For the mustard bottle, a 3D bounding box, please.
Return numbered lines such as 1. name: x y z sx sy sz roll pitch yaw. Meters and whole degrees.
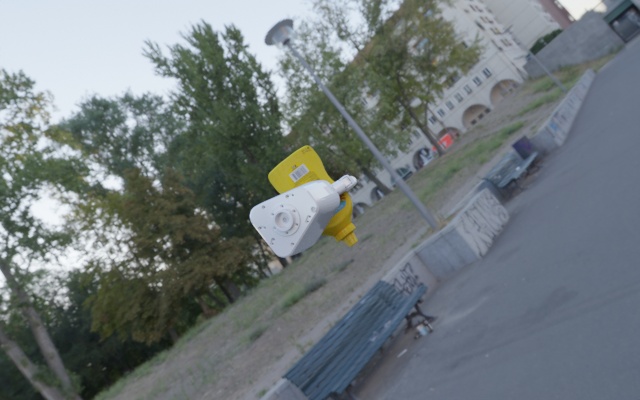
1. mustard bottle: 0.000 0.003 0.848 0.096 0.191 0.058 -38 -6 -7
